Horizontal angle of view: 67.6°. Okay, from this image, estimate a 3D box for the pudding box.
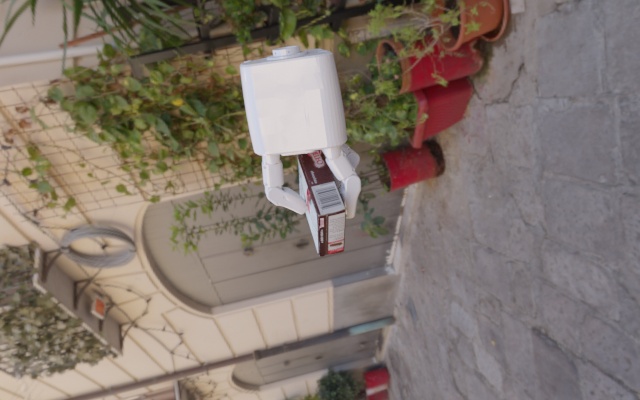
[{"bbox_3d":[0.000,0.002,0.625,0.039,0.113,0.090,-11,-40,-8],"label":"pudding box"}]
